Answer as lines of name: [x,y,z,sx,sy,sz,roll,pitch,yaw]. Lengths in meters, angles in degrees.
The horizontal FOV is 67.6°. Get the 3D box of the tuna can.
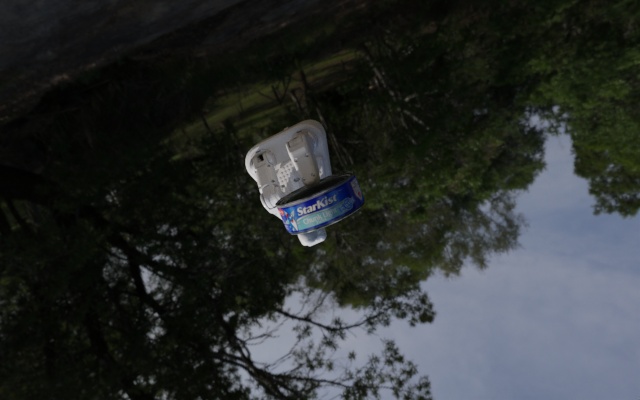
tuna can: [0.000,0.002,0.480,0.086,0.034,0.086,-22,10,4]
